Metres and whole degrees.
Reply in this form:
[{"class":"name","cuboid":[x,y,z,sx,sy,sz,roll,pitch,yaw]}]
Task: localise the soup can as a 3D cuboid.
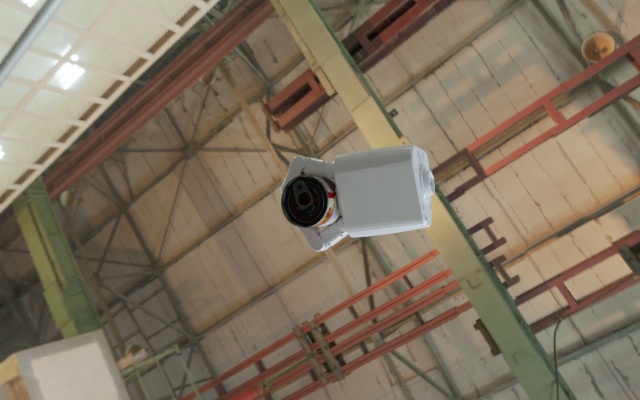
[{"class":"soup can","cuboid":[0.000,0.002,0.656,0.068,0.068,0.102,0,-1,25]}]
